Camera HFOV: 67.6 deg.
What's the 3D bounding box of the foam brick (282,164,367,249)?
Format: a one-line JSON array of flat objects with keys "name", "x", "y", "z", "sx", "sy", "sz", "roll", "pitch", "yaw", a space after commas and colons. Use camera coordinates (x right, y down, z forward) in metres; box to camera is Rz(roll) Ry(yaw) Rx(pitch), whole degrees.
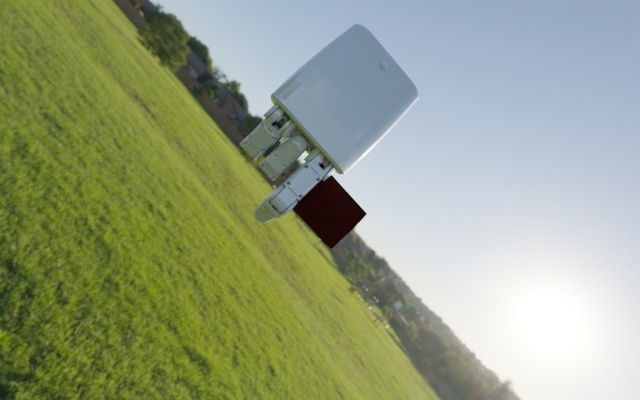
[{"name": "foam brick", "x": 0.000, "y": 0.002, "z": 0.482, "sx": 0.051, "sy": 0.078, "sz": 0.053, "roll": -43, "pitch": 9, "yaw": -3}]
